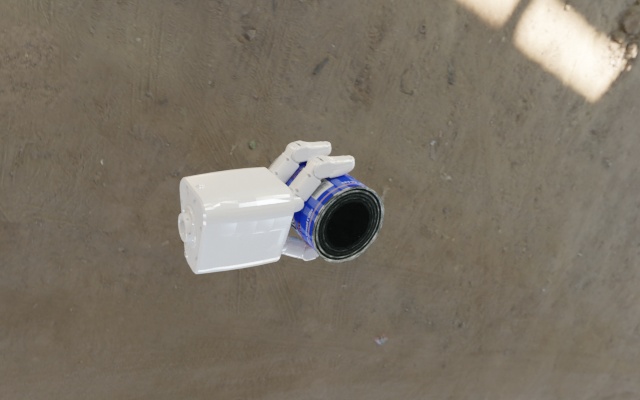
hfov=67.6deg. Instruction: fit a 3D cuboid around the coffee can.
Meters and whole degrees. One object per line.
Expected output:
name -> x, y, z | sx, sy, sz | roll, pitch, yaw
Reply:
coffee can -> 0.000, 0.002, 0.623 | 0.103, 0.103, 0.140 | 0, 24, -34
